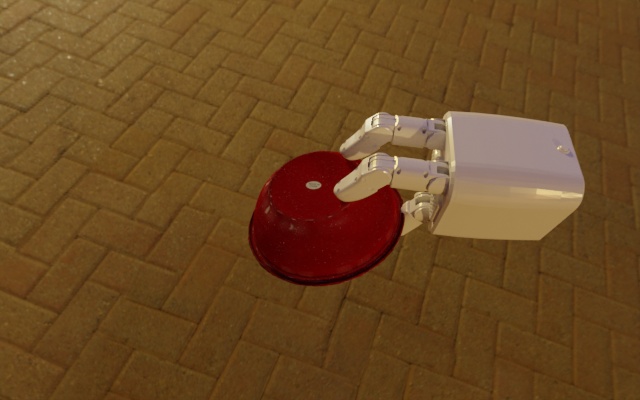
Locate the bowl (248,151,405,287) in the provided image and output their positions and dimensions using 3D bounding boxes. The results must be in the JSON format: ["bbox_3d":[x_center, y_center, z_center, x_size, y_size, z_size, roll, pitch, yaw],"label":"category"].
[{"bbox_3d":[-0.001,0.002,0.468,0.162,0.162,0.055,0,-42,14],"label":"bowl"}]
